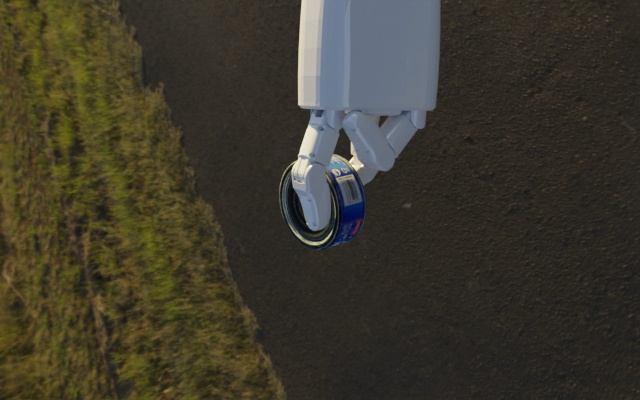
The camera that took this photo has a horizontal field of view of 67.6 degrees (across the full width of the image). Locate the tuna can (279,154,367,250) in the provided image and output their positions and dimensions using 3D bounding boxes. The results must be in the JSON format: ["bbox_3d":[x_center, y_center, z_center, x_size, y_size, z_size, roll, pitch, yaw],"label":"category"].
[{"bbox_3d":[0.000,0.002,0.438,0.034,0.086,0.086,-14,9,-40],"label":"tuna can"}]
